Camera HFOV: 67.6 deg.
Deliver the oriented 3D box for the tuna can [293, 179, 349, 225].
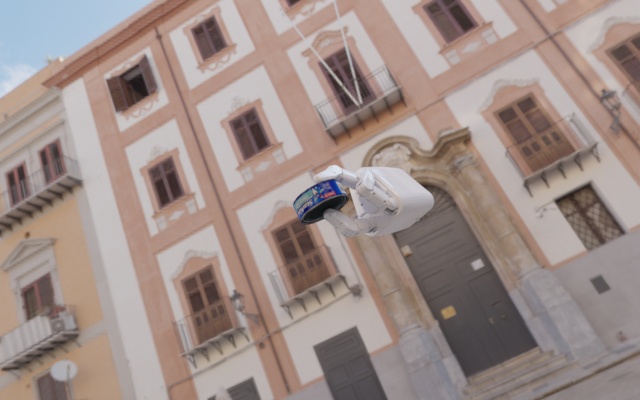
[{"bbox_3d":[0.000,0.002,0.760,0.086,0.033,0.086,-26,-18,-9],"label":"tuna can"}]
